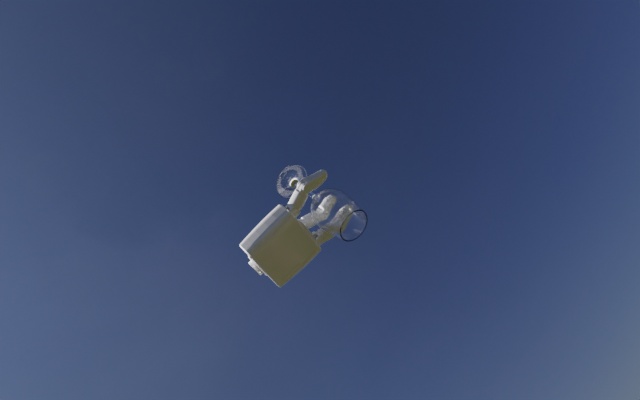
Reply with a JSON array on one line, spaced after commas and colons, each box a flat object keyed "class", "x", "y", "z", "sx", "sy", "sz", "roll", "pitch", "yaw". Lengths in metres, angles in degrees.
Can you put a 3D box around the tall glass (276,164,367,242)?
[{"class": "tall glass", "x": 0.000, "y": 0.002, "z": 0.894, "sx": 0.079, "sy": 0.079, "sz": 0.201, "roll": 0, "pitch": 24, "yaw": -40}]
